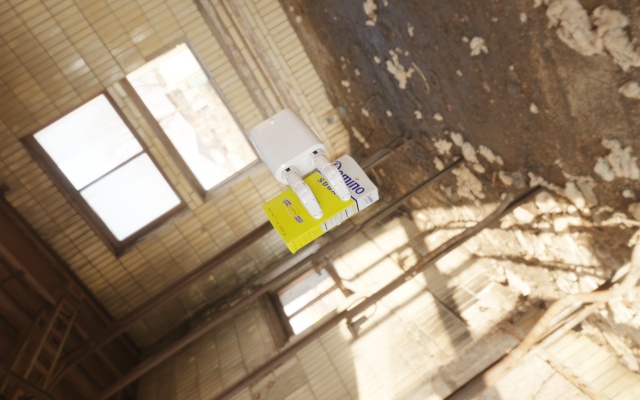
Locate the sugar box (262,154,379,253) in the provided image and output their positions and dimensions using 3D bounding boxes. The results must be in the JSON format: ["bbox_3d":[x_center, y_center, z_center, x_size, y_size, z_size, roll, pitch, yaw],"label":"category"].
[{"bbox_3d":[0.000,0.002,0.805,0.176,0.093,0.048,-34,-30,-6],"label":"sugar box"}]
